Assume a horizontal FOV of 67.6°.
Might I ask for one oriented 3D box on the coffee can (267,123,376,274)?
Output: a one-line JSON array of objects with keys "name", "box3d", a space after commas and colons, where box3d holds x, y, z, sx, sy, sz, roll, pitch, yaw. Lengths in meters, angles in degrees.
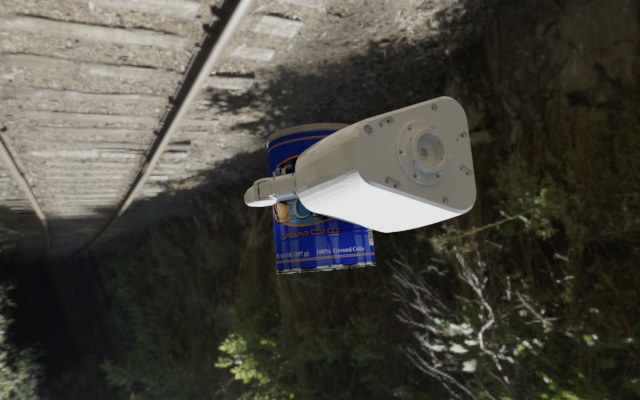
[{"name": "coffee can", "box3d": [0.000, 0.002, 0.498, 0.103, 0.140, 0.103, -5, -7, -1]}]
